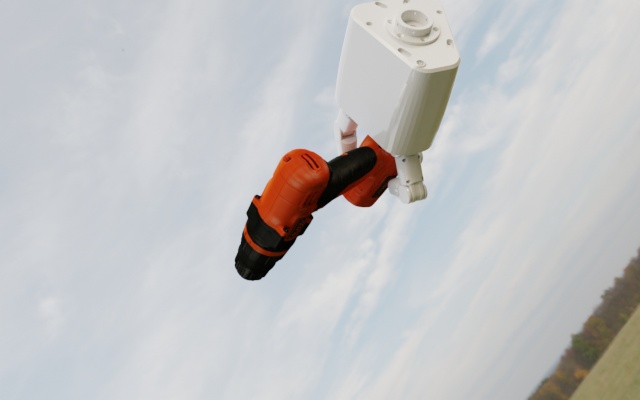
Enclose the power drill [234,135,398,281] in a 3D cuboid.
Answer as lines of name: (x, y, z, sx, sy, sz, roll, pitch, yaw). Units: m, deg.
power drill: (0.000, 0.001, 0.512, 0.187, 0.057, 0.184, -29, -19, -43)
